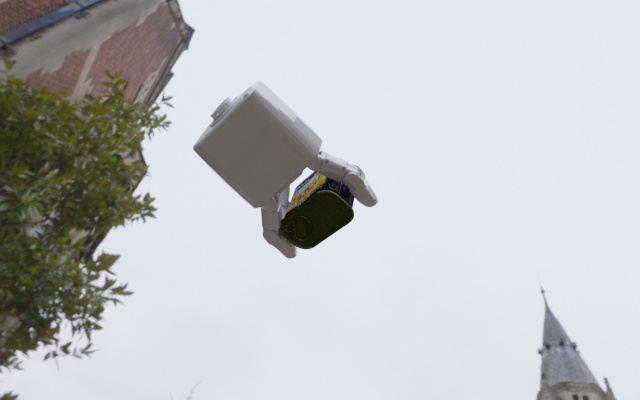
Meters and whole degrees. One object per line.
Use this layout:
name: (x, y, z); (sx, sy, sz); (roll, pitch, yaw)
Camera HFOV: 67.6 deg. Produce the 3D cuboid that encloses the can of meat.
can of meat: (0.000, 0.002, 0.621); (0.102, 0.057, 0.084); (-38, 22, 32)
